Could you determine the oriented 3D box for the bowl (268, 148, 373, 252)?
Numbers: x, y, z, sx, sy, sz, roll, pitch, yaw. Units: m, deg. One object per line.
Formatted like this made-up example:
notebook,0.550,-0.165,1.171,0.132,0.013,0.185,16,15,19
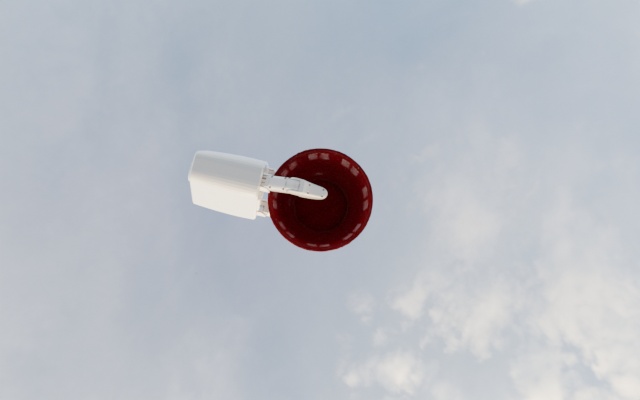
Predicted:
bowl,0.001,0.003,0.751,0.162,0.162,0.055,0,-12,1
